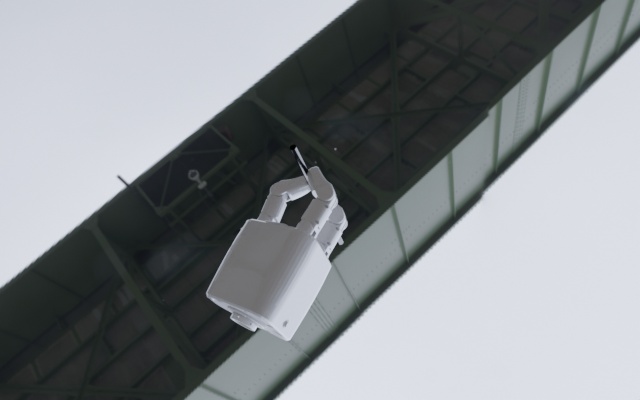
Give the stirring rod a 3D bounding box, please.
[{"bbox_3d":[0.000,0.002,0.645,0.011,0.011,0.240,0,-32,18],"label":"stirring rod"}]
